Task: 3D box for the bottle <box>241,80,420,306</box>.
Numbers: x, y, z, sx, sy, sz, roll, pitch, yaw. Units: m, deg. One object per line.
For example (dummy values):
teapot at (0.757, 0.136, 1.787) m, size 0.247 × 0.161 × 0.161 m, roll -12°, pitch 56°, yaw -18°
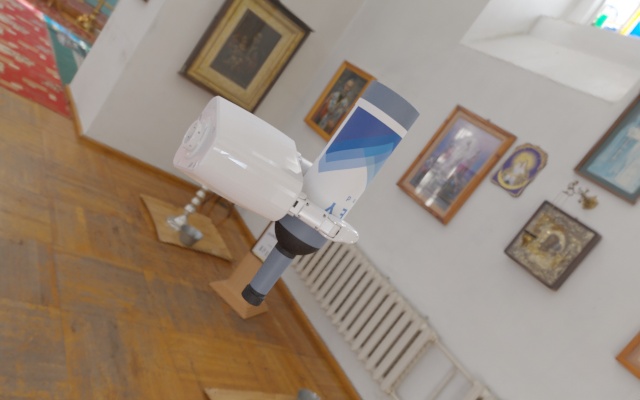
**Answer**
bottle at (0.000, 0.002, 0.559) m, size 0.069 × 0.296 × 0.069 m, roll 35°, pitch 8°, yaw -6°
